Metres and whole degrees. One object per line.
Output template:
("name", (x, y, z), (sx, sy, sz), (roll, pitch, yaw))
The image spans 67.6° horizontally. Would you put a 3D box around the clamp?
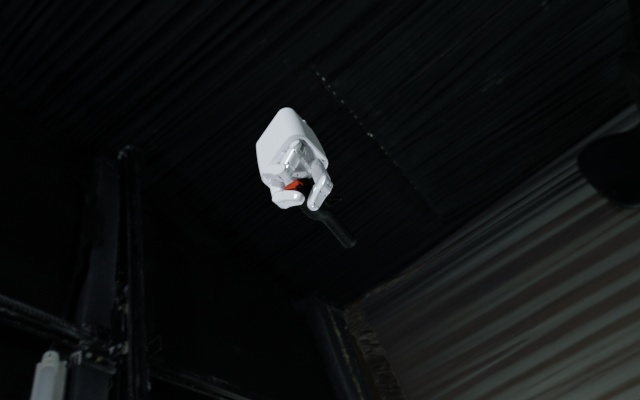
("clamp", (0.000, 0.003, 0.850), (0.039, 0.120, 0.171), (-36, -51, 14))
